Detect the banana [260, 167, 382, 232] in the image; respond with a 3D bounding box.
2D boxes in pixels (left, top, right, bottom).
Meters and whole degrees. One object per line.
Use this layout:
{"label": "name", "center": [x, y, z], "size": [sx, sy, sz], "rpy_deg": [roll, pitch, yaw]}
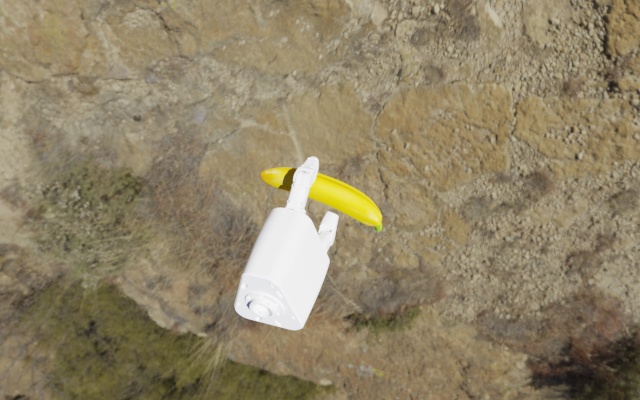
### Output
{"label": "banana", "center": [0.009, -0.005, 0.676], "size": [0.198, 0.037, 0.070], "rpy_deg": [26, -36, -7]}
